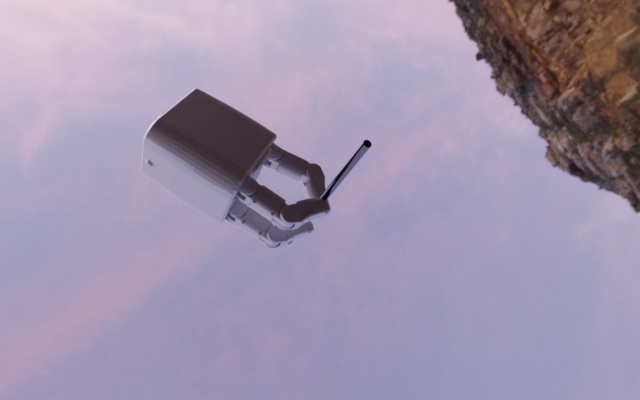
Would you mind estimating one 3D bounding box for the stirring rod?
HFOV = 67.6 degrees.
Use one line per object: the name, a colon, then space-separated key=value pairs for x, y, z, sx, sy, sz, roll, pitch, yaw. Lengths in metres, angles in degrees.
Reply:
stirring rod: x=0.000 y=0.002 z=0.516 sx=0.011 sy=0.011 sz=0.240 roll=0 pitch=-25 yaw=-22
